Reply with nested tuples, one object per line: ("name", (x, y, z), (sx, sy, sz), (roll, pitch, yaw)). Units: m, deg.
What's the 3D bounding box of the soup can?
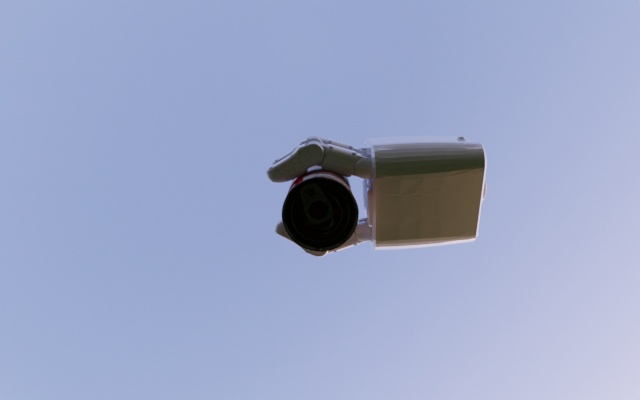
("soup can", (0.000, 0.002, 0.467), (0.068, 0.068, 0.102), (0, 13, 0))
